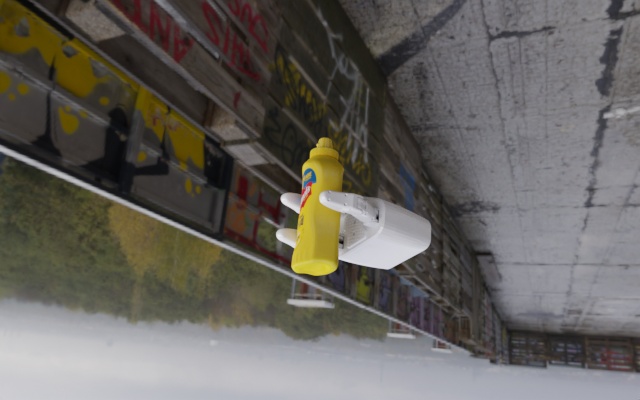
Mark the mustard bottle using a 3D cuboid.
[{"bbox_3d":[0.000,0.002,0.661,0.058,0.191,0.096,10,-19,-11],"label":"mustard bottle"}]
